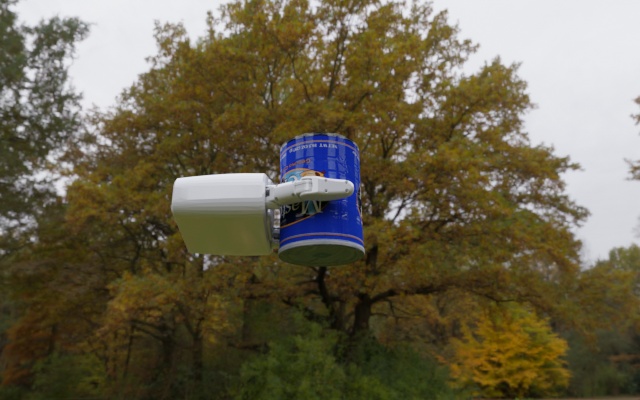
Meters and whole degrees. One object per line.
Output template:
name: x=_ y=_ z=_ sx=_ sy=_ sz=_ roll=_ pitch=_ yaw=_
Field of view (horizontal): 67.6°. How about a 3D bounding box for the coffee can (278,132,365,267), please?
coffee can: x=0.000 y=0.002 z=0.591 sx=0.103 sy=0.140 sz=0.103 roll=-1 pitch=-21 yaw=0
